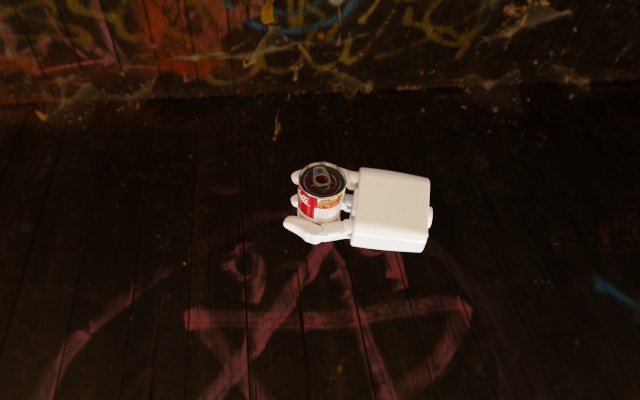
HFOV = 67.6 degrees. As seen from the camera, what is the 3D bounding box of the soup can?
[{"bbox_3d":[0.000,0.003,0.702,0.068,0.068,0.102,0,-39,-4],"label":"soup can"}]
